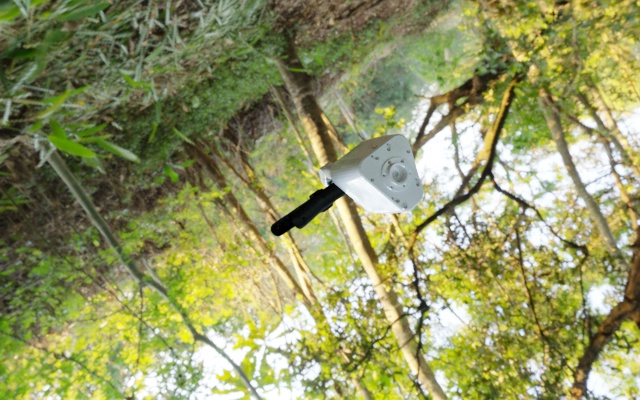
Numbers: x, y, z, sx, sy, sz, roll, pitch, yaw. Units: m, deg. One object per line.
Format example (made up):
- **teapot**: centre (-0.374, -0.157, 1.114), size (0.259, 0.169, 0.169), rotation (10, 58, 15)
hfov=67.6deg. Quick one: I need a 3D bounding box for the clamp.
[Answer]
- **clamp**: centre (0.001, 0.003, 0.774), size (0.171, 0.039, 0.120), rotation (-38, 11, -16)
